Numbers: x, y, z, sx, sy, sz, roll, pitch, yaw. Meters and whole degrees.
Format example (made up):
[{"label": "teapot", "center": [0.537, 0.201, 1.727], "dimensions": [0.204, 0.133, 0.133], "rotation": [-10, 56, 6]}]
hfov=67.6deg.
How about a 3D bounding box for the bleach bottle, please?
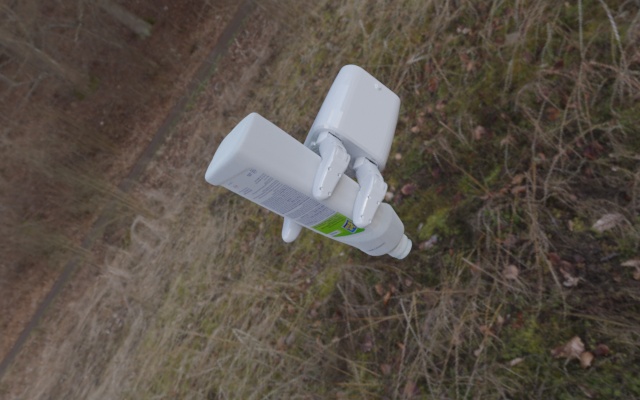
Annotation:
[{"label": "bleach bottle", "center": [0.000, 0.002, 0.555], "dimensions": [0.251, 0.068, 0.102], "rotation": [32, -31, -22]}]
